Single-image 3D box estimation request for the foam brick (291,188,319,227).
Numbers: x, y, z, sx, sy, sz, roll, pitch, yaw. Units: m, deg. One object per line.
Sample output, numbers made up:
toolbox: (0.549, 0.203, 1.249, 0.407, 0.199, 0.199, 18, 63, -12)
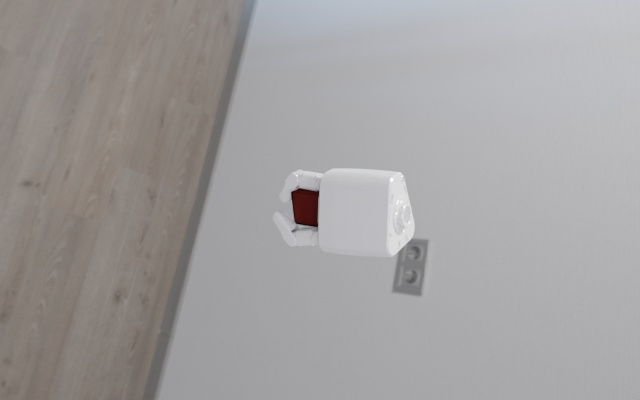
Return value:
foam brick: (0.000, 0.002, 0.717, 0.051, 0.053, 0.078, 6, 22, 32)
